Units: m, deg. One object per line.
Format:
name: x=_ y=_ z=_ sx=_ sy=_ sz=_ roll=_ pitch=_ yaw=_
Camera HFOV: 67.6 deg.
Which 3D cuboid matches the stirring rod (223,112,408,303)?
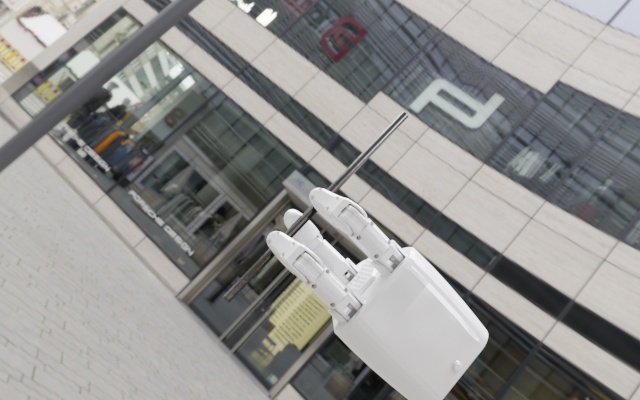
stirring rod: x=0.000 y=0.002 z=0.438 sx=0.011 sy=0.239 sz=0.011 roll=42 pitch=-12 yaw=11
